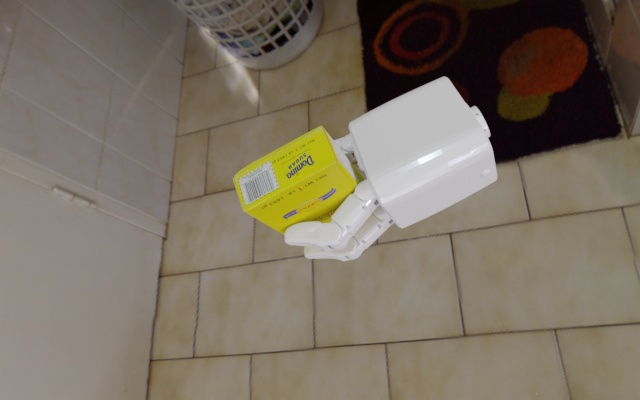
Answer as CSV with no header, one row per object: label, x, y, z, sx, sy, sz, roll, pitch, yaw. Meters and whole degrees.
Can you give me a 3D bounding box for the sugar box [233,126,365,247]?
sugar box,0.000,0.002,0.473,0.093,0.048,0.176,-27,-29,13
